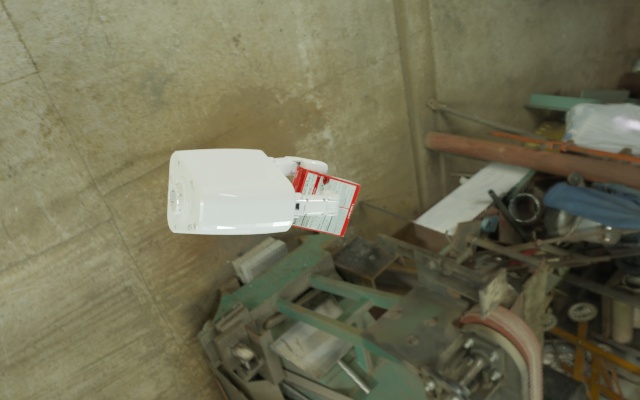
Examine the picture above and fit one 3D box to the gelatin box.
[{"bbox_3d":[0.001,0.002,0.616,0.089,0.073,0.030,14,7,-33],"label":"gelatin box"}]
